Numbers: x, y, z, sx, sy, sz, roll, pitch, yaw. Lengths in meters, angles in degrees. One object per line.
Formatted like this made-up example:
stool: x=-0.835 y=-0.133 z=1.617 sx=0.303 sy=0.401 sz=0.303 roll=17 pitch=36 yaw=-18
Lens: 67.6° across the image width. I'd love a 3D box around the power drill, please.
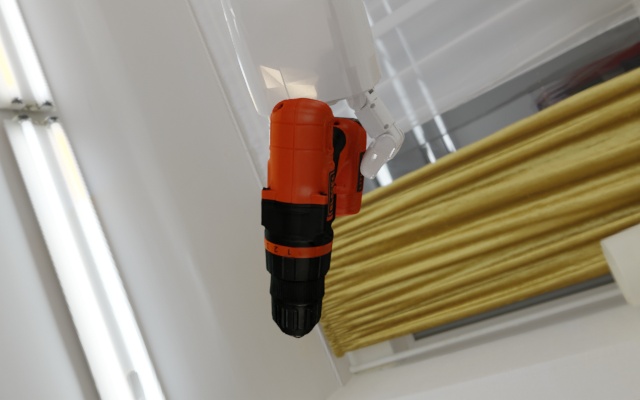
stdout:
power drill: x=0.000 y=0.001 z=0.422 sx=0.057 sy=0.184 sz=0.187 roll=7 pitch=15 yaw=10
